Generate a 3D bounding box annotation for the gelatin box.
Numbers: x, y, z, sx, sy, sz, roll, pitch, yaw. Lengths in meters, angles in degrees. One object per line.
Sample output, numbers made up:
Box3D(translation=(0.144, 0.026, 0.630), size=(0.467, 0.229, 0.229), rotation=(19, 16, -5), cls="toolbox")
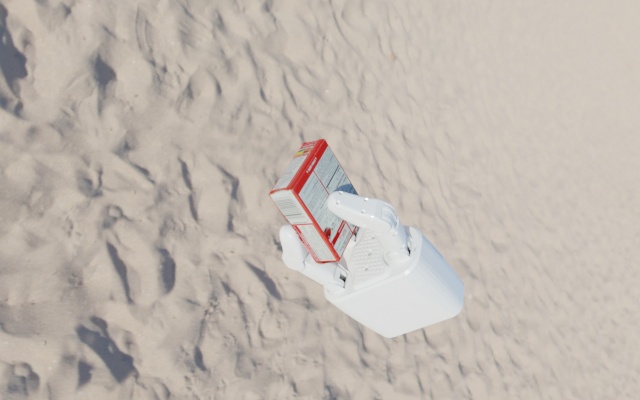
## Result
Box3D(translation=(0.000, 0.001, 0.432), size=(0.030, 0.089, 0.073), rotation=(-9, 37, 36), cls="gelatin box")
